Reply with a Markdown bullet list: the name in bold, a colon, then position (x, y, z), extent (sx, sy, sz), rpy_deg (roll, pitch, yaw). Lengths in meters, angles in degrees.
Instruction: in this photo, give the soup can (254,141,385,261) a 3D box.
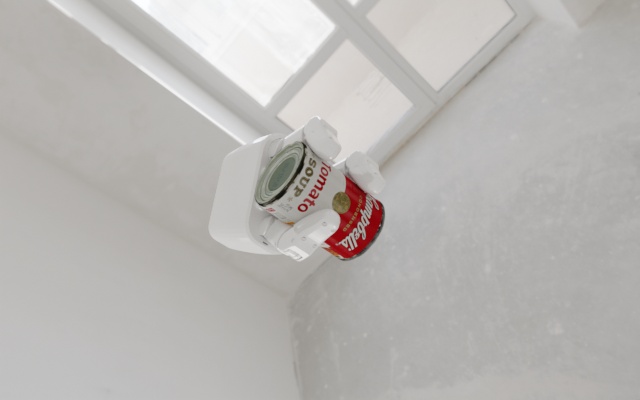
- **soup can**: position (0.000, 0.001, 0.432), extent (0.102, 0.068, 0.068), rpy_deg (36, -18, -27)
